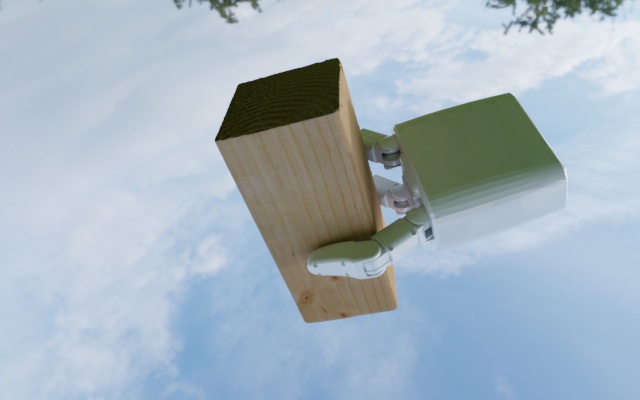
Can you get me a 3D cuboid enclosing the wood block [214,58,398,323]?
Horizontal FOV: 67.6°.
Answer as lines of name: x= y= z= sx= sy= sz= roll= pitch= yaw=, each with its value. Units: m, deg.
wood block: x=0.000 y=0.002 z=0.407 sx=0.090 sy=0.206 sz=0.090 roll=-12 pitch=37 yaw=12
